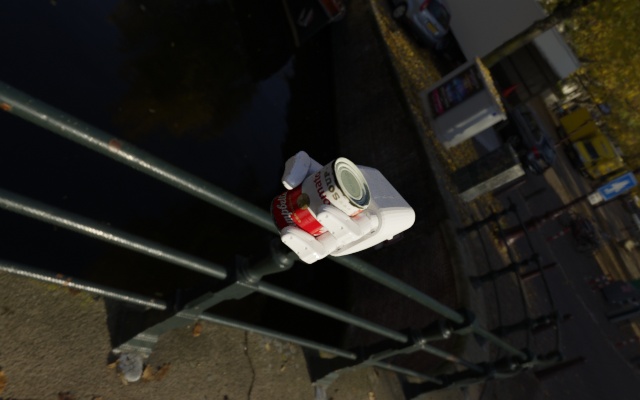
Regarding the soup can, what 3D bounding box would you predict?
[{"bbox_3d":[0.000,0.002,0.566,0.102,0.068,0.068,-31,-17,31],"label":"soup can"}]
